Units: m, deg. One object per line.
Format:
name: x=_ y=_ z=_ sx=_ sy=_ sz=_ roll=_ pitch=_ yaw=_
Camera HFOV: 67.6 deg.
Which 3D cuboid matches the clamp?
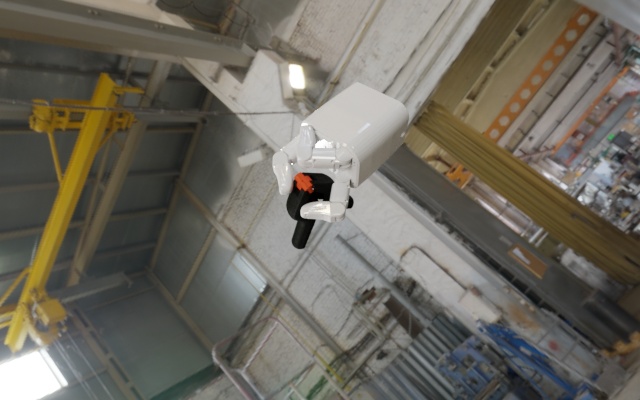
clamp: x=0.000 y=0.002 z=0.702 sx=0.039 sy=0.120 sz=0.172 roll=42 pitch=-19 yaw=20
